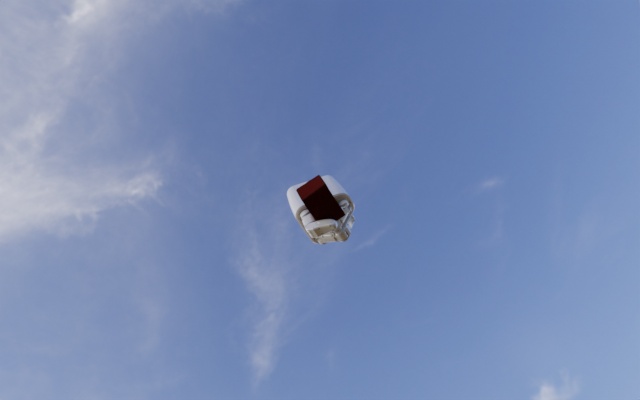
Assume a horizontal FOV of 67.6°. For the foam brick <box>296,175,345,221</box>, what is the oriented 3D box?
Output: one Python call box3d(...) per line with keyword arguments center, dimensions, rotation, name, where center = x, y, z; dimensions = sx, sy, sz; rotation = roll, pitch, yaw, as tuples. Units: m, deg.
box3d(center=(0.000, 0.003, 0.871), dimensions=(0.053, 0.078, 0.051), rotation=(-33, 30, 1), name="foam brick")
